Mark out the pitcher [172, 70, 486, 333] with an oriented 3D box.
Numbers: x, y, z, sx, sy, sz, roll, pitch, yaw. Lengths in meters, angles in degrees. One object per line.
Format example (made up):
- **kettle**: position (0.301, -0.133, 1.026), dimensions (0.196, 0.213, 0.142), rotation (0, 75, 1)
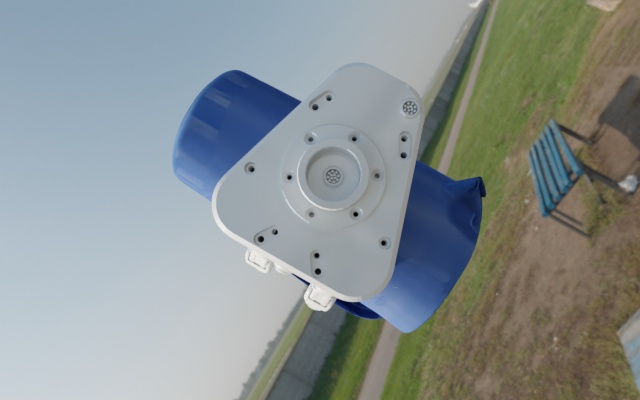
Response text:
- **pitcher**: position (0.000, 0.001, 0.411), dimensions (0.243, 0.149, 0.145), rotation (31, -3, 3)
